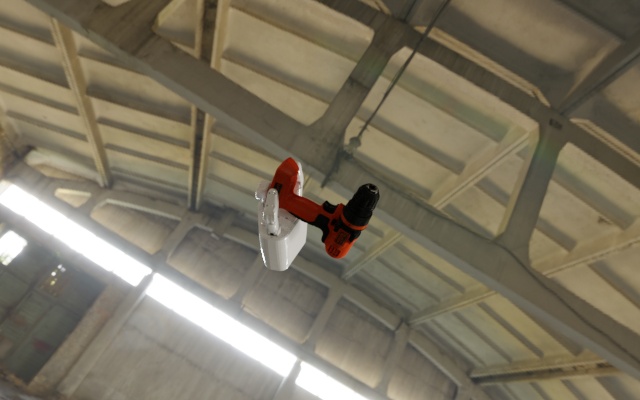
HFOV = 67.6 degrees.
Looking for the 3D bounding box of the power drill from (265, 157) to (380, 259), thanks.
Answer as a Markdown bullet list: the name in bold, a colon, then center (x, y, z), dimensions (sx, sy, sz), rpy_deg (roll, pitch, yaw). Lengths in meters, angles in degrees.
- **power drill**: center (0.000, 0.003, 0.864), dimensions (0.187, 0.184, 0.057), rpy_deg (34, 41, 8)
